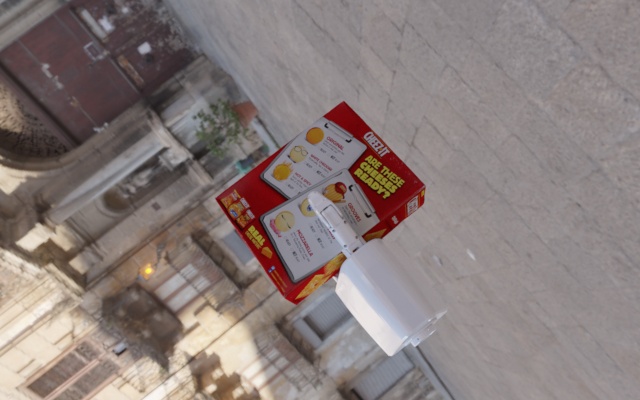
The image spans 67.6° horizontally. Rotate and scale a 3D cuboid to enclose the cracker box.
[{"bbox_3d":[0.000,0.002,0.614,0.213,0.164,0.072,-38,-22,-4],"label":"cracker box"}]
